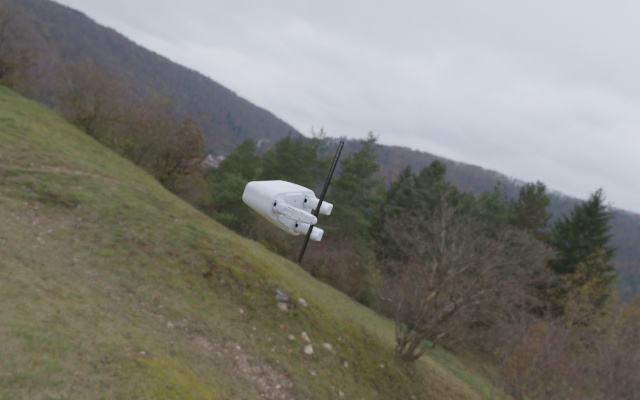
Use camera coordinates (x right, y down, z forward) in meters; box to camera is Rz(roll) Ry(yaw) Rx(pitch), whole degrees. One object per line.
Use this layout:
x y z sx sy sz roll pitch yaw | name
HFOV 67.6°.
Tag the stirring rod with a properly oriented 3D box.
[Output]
0.000 0.003 0.897 0.011 0.239 0.011 20 2 -1 | stirring rod
